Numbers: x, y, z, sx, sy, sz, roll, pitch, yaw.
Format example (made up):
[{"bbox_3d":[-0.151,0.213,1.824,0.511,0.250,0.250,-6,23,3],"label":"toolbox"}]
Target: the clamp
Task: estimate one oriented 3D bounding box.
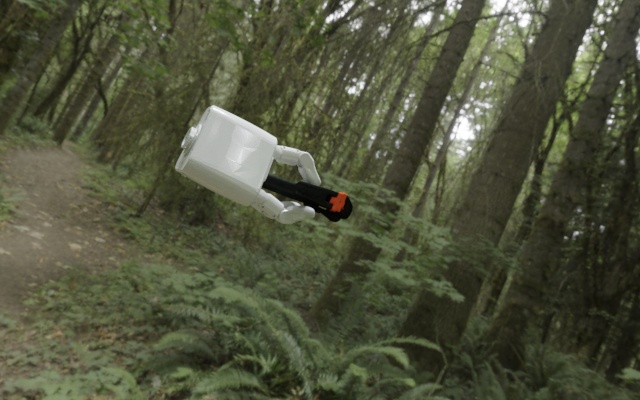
[{"bbox_3d":[0.000,0.002,0.743,0.164,0.036,0.210,26,-6,-25],"label":"clamp"}]
